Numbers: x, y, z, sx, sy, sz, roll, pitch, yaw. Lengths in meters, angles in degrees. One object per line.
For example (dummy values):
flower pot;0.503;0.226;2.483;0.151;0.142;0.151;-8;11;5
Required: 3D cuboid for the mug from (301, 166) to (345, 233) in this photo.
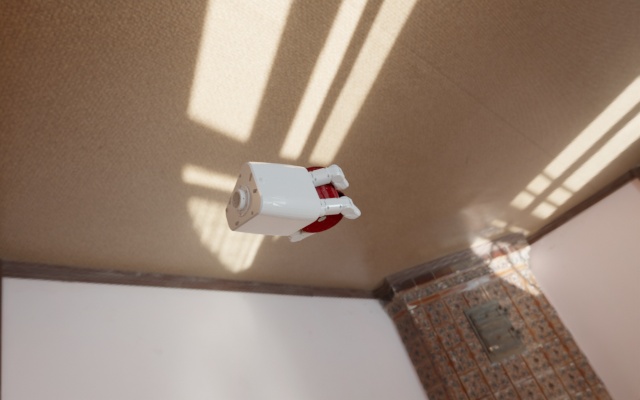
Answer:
mug;0.001;0.003;0.827;0.117;0.081;0.093;5;-41;-37
